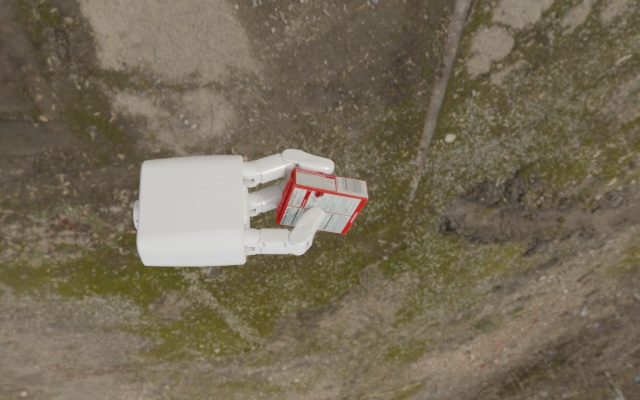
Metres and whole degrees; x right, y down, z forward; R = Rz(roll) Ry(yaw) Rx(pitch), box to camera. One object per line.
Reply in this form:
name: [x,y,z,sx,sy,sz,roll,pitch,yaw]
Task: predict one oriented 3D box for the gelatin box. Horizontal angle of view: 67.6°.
gelatin box: [0.000,0.002,0.547,0.089,0.030,0.073,10,-40,-15]
